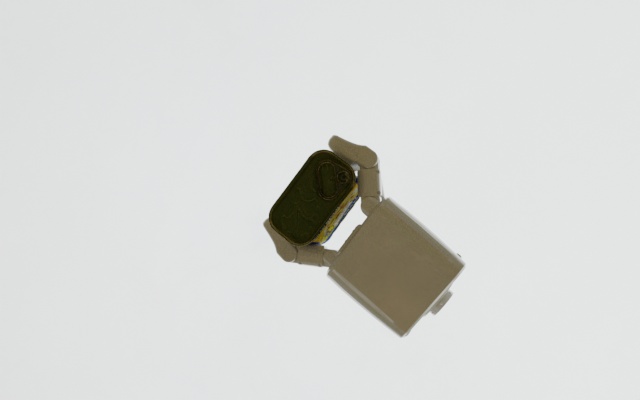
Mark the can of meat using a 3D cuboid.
[{"bbox_3d":[0.000,0.002,0.530,0.057,0.102,0.084,37,3,15],"label":"can of meat"}]
